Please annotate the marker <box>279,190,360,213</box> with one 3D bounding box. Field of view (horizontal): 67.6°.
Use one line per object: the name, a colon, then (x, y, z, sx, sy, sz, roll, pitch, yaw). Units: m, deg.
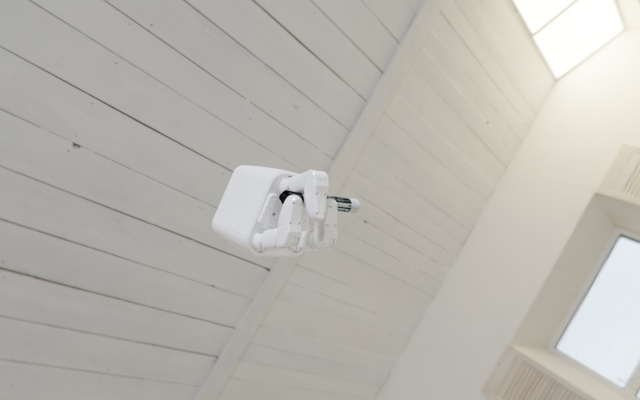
marker: (0.000, 0.002, 0.593, 0.121, 0.020, 0.020, 7, -4, -40)
